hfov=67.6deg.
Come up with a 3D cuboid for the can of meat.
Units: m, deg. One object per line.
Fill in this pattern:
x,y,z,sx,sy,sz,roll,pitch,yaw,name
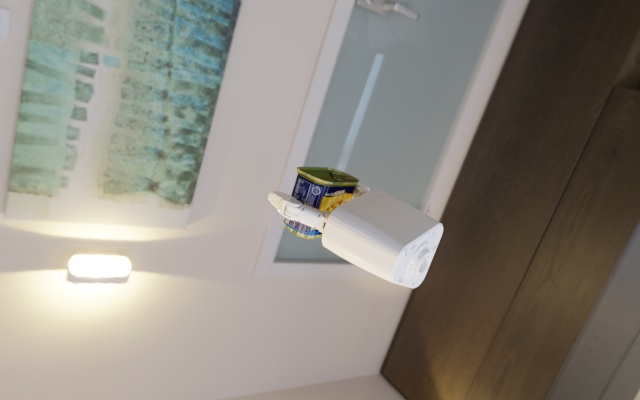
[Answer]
0.000,0.002,0.664,0.057,0.084,0.102,26,17,30,can of meat
